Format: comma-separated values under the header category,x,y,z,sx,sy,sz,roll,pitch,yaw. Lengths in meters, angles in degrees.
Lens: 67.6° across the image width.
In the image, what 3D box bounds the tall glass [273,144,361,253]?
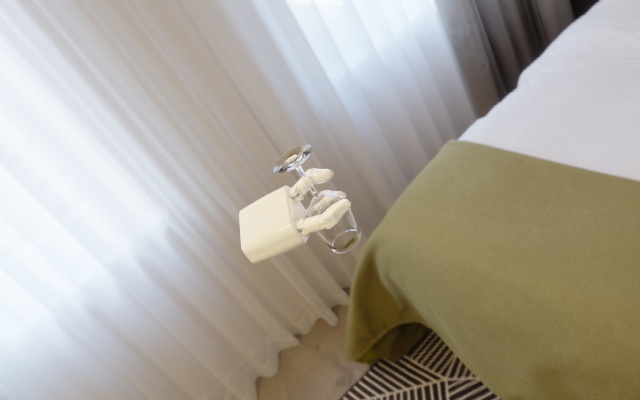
category,x,y,z,sx,sy,sz,roll,pitch,yaw
tall glass,0.000,0.002,0.841,0.079,0.201,0.079,-25,30,15
